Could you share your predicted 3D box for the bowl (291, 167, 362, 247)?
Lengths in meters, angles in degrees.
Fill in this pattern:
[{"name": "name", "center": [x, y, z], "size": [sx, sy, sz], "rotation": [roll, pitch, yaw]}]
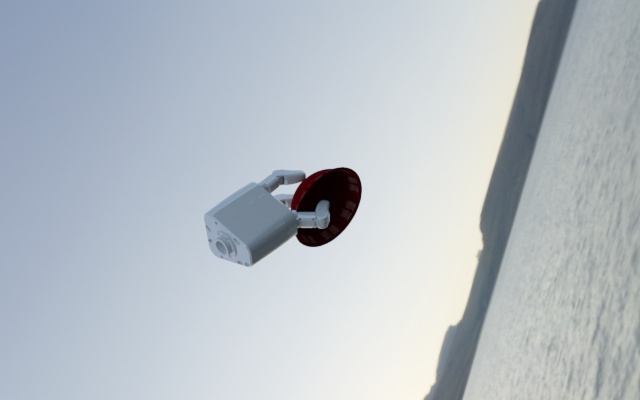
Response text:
[{"name": "bowl", "center": [0.001, 0.002, 0.869], "size": [0.162, 0.162, 0.055], "rotation": [0, 27, -46]}]
